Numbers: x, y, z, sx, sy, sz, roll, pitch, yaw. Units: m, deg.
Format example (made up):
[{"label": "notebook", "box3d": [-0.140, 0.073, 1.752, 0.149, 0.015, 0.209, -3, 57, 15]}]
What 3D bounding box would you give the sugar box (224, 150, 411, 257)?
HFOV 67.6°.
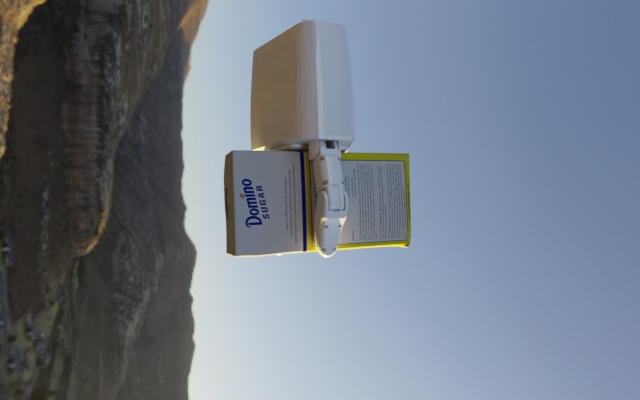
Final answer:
[{"label": "sugar box", "box3d": [0.000, 0.001, 0.450, 0.176, 0.093, 0.048, -1, -2, -20]}]
